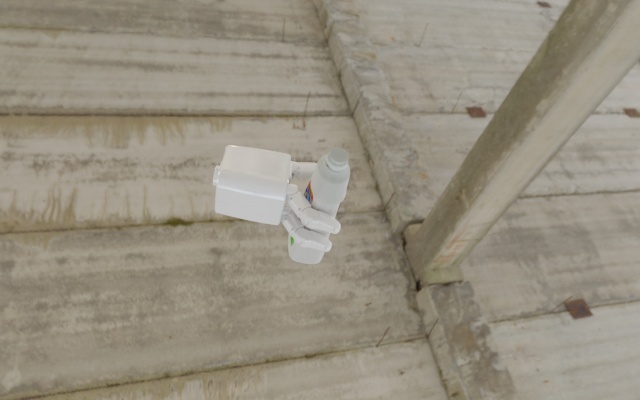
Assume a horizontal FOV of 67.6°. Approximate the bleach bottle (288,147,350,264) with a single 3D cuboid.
[{"bbox_3d":[0.000,0.003,0.776,0.068,0.102,0.251,9,-38,-8],"label":"bleach bottle"}]
